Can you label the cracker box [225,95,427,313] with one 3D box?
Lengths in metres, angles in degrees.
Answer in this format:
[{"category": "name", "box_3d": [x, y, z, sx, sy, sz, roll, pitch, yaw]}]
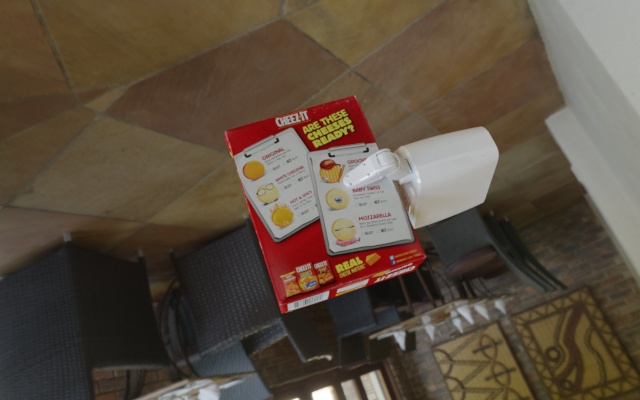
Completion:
[{"category": "cracker box", "box_3d": [0.000, 0.002, 0.550, 0.164, 0.213, 0.072, -17, -21, -10]}]
